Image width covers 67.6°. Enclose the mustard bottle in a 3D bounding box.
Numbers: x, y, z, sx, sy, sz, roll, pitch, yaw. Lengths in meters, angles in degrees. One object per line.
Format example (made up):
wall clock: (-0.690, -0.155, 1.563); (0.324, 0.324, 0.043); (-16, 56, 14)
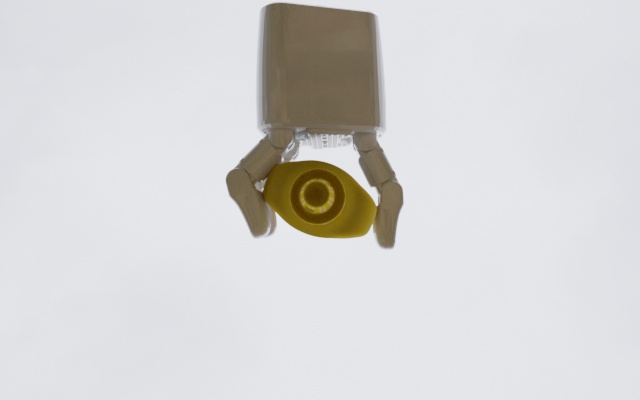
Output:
mustard bottle: (0.000, 0.002, 0.417); (0.096, 0.058, 0.191); (23, -3, 3)
